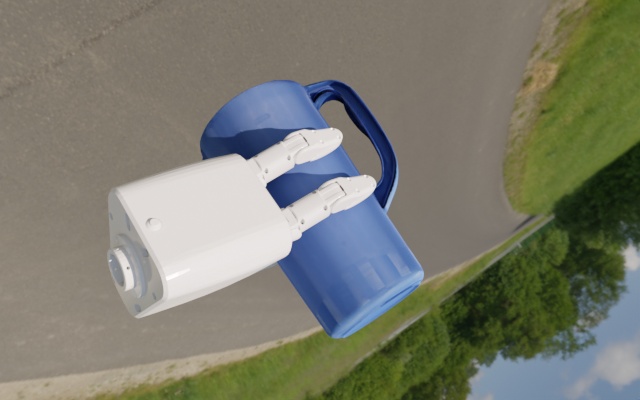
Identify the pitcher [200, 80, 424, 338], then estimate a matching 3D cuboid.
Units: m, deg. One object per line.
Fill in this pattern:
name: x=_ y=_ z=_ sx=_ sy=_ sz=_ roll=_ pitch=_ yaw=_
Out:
pitcher: x=0.000 y=0.002 z=0.479 sx=0.145 sy=0.242 sz=0.149 roll=-19 pitch=-24 yaw=-40
